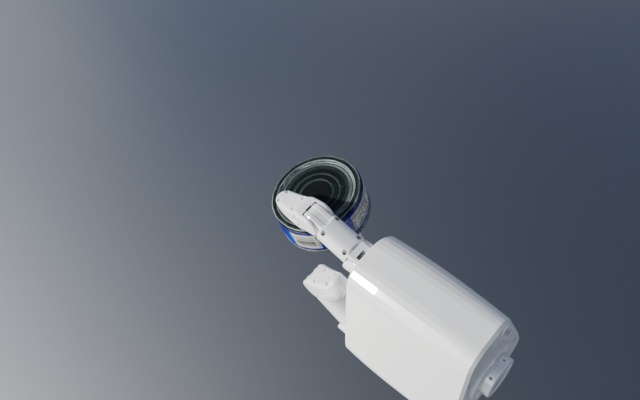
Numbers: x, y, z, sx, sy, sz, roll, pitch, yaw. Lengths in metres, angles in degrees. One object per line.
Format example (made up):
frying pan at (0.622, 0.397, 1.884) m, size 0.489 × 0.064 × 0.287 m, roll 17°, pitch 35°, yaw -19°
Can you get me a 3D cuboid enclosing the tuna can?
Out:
tuna can at (0.000, 0.001, 0.432) m, size 0.086 × 0.086 × 0.034 m, roll 0°, pitch -35°, yaw 22°
